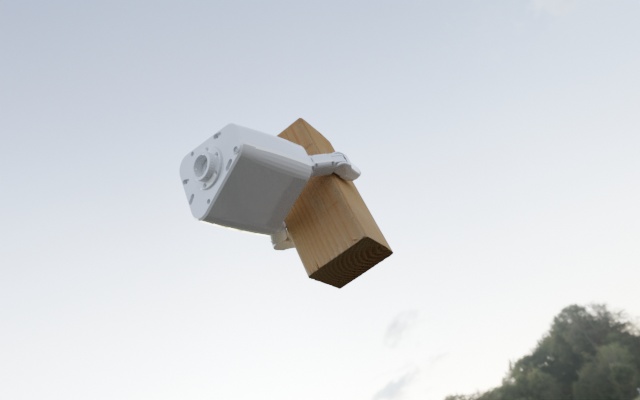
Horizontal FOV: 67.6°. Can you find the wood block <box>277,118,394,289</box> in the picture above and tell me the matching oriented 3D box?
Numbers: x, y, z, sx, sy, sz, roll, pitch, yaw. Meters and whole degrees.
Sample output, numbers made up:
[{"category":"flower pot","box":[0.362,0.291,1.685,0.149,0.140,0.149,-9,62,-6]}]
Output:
[{"category":"wood block","box":[0.000,0.002,0.641,0.091,0.206,0.090,-36,-33,15]}]
